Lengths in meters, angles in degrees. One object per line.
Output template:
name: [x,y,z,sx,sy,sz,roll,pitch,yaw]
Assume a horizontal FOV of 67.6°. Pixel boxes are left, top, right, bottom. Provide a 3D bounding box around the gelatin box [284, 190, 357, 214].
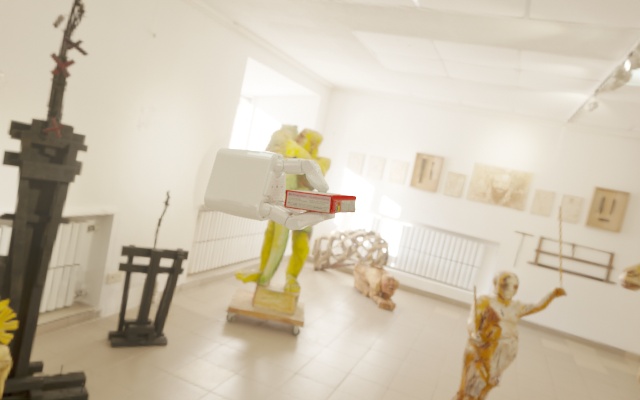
gelatin box: [0.000,0.002,0.738,0.089,0.030,0.073,7,3,33]
